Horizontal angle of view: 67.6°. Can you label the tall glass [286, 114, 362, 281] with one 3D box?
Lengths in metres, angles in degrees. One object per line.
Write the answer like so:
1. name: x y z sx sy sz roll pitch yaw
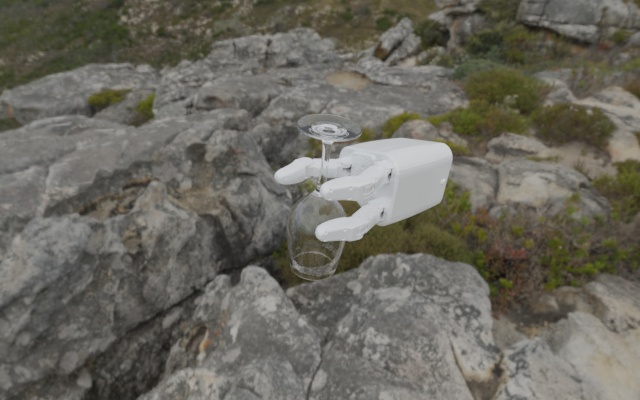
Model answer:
1. tall glass: 0.000 0.001 0.585 0.079 0.201 0.079 5 31 -3
